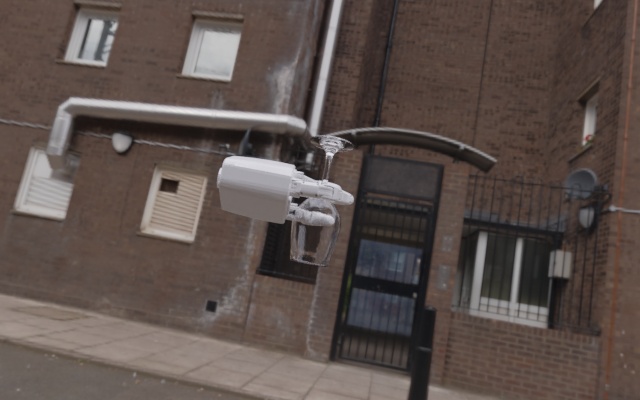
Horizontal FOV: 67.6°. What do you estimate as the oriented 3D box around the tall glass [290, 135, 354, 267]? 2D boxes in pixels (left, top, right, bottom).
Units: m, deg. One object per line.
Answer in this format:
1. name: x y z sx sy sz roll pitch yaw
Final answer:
1. tall glass: 0.000 0.002 0.766 0.079 0.201 0.079 10 -10 2
